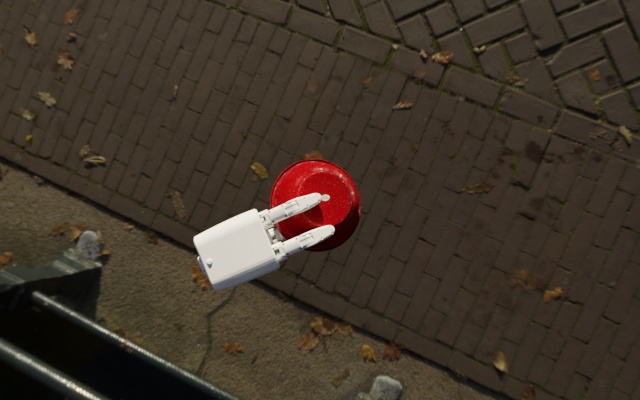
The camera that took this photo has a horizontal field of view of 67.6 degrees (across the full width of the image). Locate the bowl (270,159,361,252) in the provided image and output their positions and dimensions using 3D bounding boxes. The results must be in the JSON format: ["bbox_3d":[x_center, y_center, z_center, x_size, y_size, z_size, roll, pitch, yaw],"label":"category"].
[{"bbox_3d":[0.001,0.002,0.792,0.162,0.162,0.055,0,-10,-16],"label":"bowl"}]
